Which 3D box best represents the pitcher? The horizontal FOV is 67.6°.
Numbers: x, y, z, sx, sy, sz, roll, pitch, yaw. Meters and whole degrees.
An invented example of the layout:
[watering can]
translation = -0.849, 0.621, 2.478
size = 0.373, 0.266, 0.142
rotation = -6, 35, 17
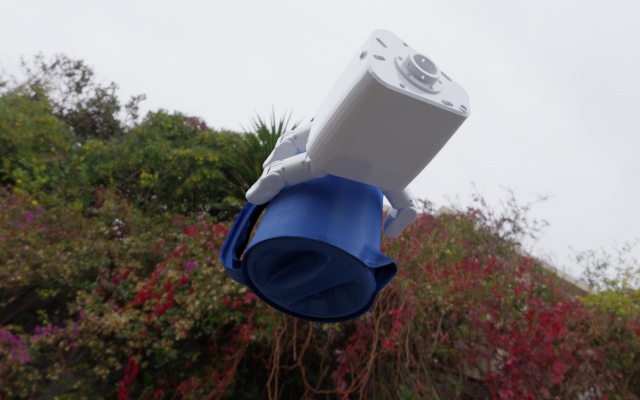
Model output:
[pitcher]
translation = 0.000, 0.002, 0.538
size = 0.149, 0.242, 0.145
rotation = 28, -46, -12
